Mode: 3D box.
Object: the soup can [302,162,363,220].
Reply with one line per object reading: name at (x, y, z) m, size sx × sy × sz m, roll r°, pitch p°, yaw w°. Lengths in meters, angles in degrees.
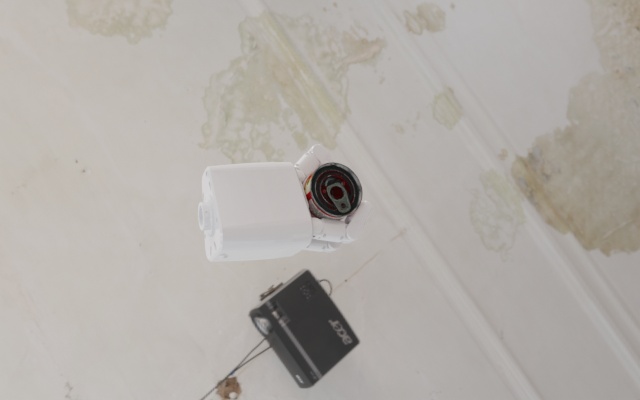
soup can at (0.000, 0.002, 0.606) m, size 0.068 × 0.068 × 0.102 m, roll 0°, pitch -18°, yaw -24°
